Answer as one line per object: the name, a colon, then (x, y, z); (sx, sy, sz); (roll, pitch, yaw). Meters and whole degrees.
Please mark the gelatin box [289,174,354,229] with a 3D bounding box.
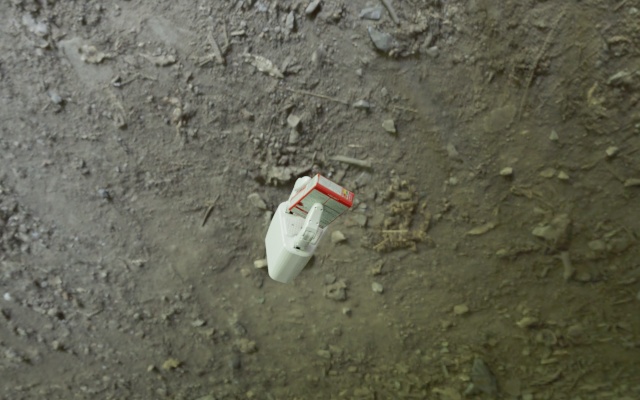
gelatin box: (0.000, 0.003, 0.793); (0.073, 0.030, 0.089); (29, -42, -20)
